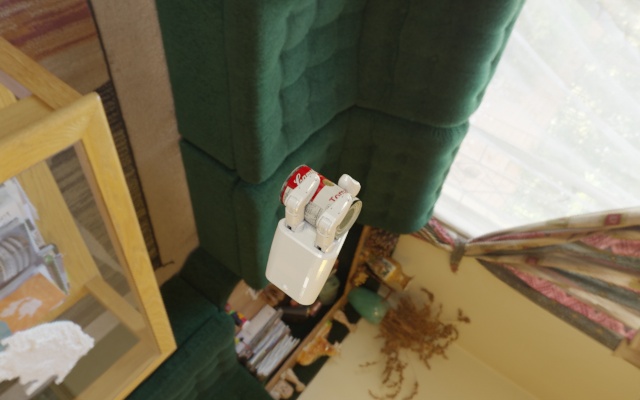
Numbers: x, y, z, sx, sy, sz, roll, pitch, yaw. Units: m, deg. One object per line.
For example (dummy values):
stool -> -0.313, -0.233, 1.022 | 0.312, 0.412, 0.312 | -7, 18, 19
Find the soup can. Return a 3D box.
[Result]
soup can -> 0.001, 0.002, 0.695 | 0.102, 0.068, 0.068 | 33, 12, 19
